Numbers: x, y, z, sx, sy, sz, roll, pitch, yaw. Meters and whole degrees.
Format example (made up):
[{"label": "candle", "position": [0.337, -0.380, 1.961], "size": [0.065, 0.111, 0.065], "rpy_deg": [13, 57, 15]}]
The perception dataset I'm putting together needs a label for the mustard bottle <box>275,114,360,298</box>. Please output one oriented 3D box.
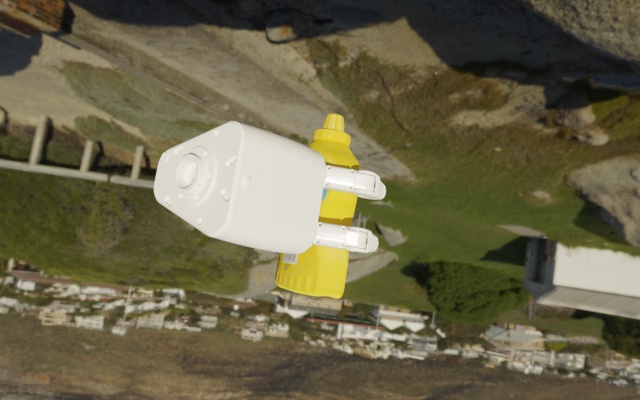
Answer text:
[{"label": "mustard bottle", "position": [0.000, 0.002, 0.509], "size": [0.058, 0.191, 0.096], "rpy_deg": [12, -7, -28]}]
